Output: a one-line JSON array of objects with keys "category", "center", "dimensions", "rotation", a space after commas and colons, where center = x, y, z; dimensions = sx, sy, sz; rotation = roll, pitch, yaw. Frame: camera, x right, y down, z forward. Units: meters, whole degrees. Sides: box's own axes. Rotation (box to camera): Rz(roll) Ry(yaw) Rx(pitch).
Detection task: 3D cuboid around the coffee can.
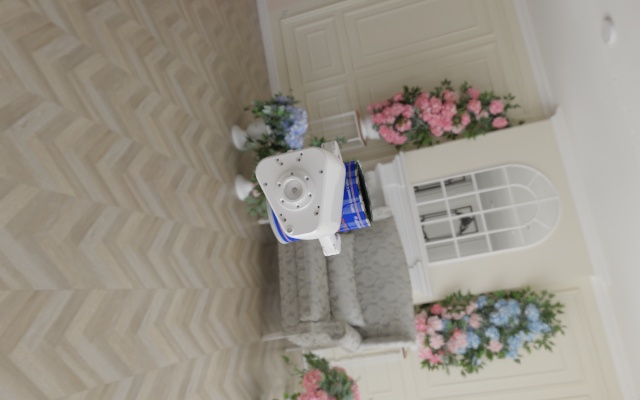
[{"category": "coffee can", "center": [0.000, 0.002, 0.726], "dimensions": [0.140, 0.103, 0.103], "rotation": [-12, -3, 12]}]
